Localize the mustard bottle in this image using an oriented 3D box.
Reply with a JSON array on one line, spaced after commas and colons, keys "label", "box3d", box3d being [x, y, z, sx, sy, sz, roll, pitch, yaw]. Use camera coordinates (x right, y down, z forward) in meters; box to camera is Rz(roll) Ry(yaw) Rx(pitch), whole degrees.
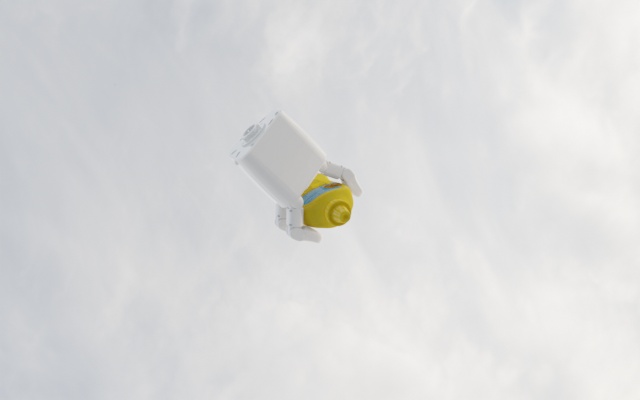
[{"label": "mustard bottle", "box3d": [0.000, 0.003, 0.788, 0.096, 0.058, 0.191, -25, 21, -16]}]
